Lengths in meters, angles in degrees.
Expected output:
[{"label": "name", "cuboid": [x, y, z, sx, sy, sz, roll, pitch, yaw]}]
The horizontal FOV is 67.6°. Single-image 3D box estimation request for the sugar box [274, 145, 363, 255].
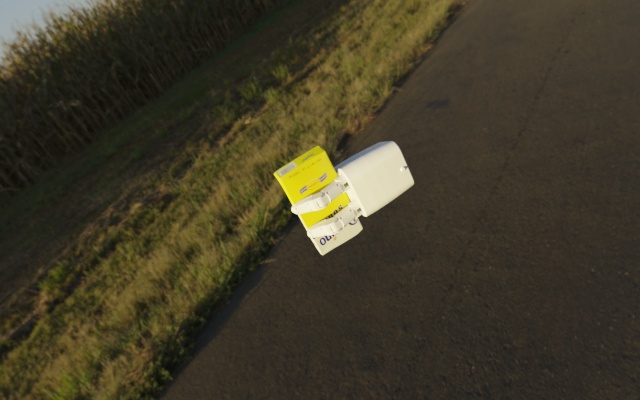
[{"label": "sugar box", "cuboid": [0.000, 0.003, 0.841, 0.093, 0.176, 0.048, -32, 26, -6]}]
